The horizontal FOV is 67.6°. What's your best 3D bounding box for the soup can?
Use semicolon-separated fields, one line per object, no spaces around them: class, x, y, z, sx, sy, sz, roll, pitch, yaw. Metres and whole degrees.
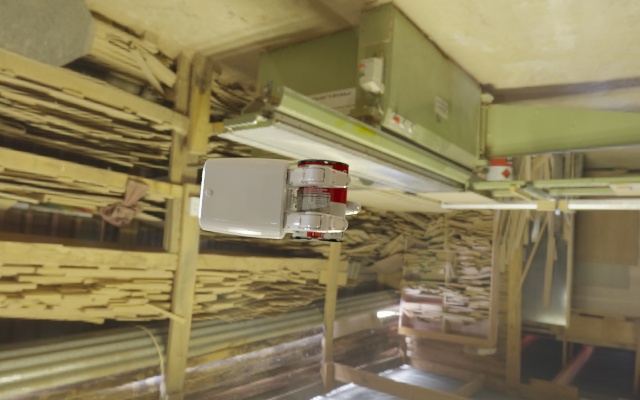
soup can;0.001;0.002;0.620;0.068;0.102;0.068;4;-5;0
